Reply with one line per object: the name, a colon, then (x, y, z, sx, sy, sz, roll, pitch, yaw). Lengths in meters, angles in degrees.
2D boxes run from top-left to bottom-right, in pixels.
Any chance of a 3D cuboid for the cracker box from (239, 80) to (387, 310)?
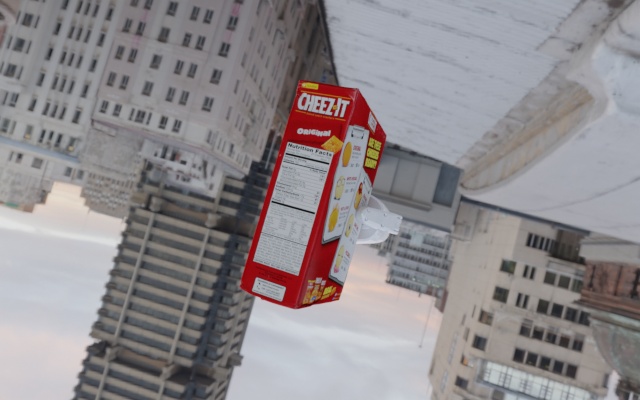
cracker box: (0.000, 0.002, 0.519, 0.072, 0.213, 0.164, 14, -4, 18)
